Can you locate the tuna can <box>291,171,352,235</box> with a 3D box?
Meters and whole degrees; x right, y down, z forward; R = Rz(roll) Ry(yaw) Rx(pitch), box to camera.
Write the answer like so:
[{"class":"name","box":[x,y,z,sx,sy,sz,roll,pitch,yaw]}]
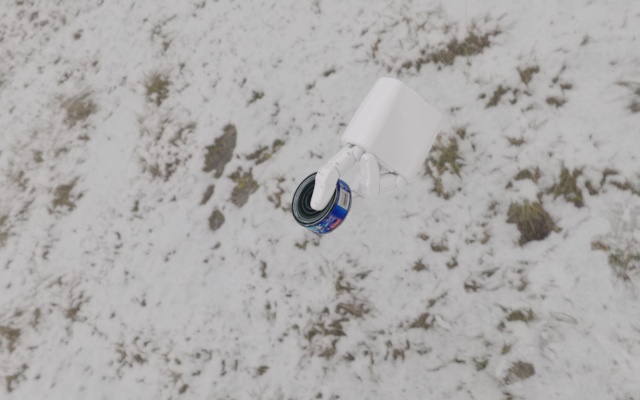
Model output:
[{"class":"tuna can","box":[0.000,0.002,0.670,0.086,0.086,0.034,0,-22,42]}]
